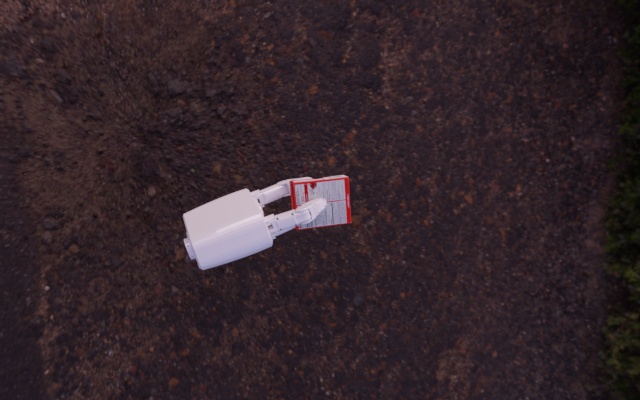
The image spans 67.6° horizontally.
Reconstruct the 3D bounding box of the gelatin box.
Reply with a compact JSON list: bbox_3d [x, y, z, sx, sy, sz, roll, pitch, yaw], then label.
[{"bbox_3d":[0.001,0.002,0.728,0.089,0.073,0.030,-7,12,-11],"label":"gelatin box"}]
